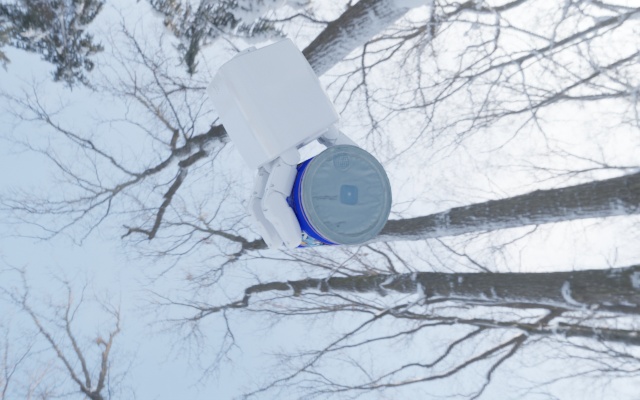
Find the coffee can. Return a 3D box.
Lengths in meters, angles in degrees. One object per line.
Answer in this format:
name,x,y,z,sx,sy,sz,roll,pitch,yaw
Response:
coffee can,0.000,0.002,0.542,0.103,0.103,0.140,0,-7,-25
